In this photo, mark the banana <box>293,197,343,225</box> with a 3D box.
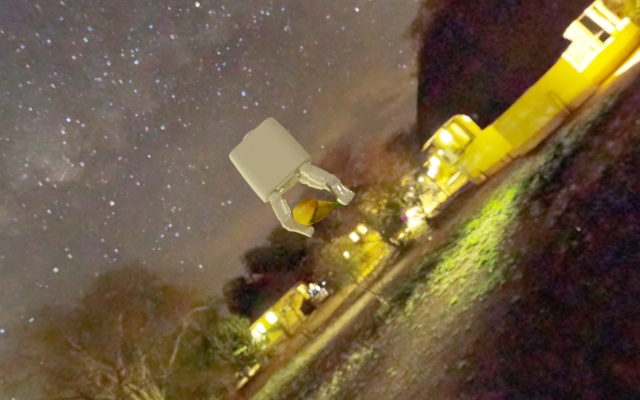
[{"bbox_3d":[-0.013,0.014,0.805,0.069,0.037,0.198,-40,-7,12],"label":"banana"}]
